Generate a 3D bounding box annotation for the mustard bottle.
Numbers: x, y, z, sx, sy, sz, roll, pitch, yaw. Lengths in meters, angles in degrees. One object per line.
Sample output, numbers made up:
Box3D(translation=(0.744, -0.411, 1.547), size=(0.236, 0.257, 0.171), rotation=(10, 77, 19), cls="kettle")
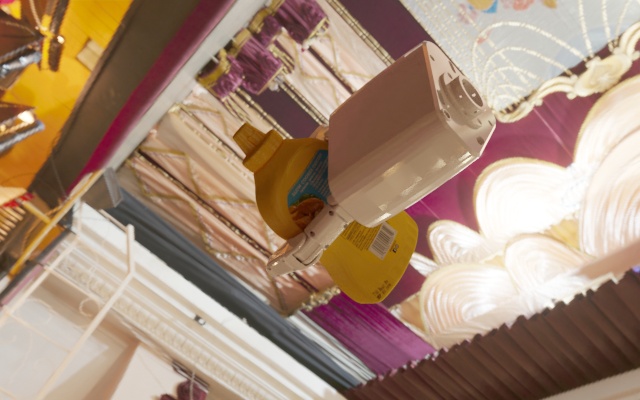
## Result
Box3D(translation=(0.000, 0.002, 0.428), size=(0.192, 0.096, 0.058), rotation=(42, -28, -17), cls="mustard bottle")
